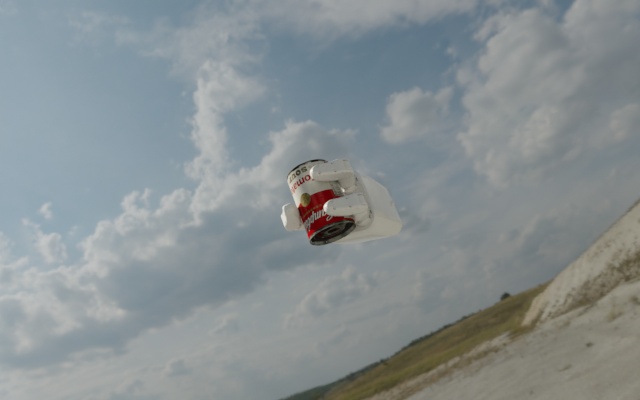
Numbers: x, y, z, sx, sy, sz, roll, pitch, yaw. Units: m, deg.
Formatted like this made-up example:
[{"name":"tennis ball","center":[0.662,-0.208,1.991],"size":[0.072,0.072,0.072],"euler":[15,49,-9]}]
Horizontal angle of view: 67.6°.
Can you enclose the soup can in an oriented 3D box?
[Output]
[{"name":"soup can","center":[0.000,0.002,0.664],"size":[0.068,0.102,0.068],"euler":[-18,-23,-8]}]
